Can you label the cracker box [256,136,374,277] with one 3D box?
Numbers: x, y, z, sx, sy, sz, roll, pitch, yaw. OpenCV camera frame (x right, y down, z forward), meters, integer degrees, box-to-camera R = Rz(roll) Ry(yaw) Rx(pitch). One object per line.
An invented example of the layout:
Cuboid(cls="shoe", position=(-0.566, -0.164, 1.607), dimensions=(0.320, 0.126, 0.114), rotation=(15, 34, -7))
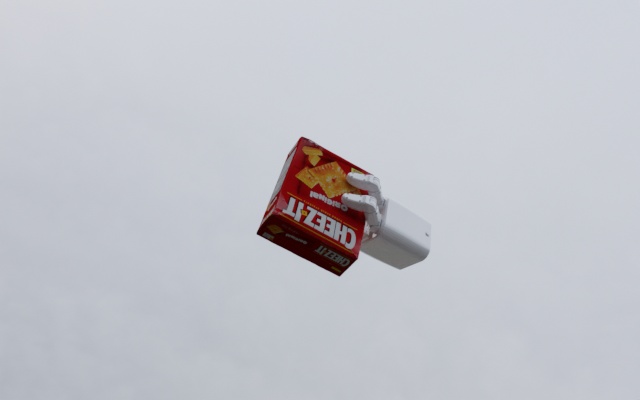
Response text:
Cuboid(cls="cracker box", position=(0.000, 0.003, 0.846), dimensions=(0.164, 0.213, 0.072), rotation=(28, -46, -12))
